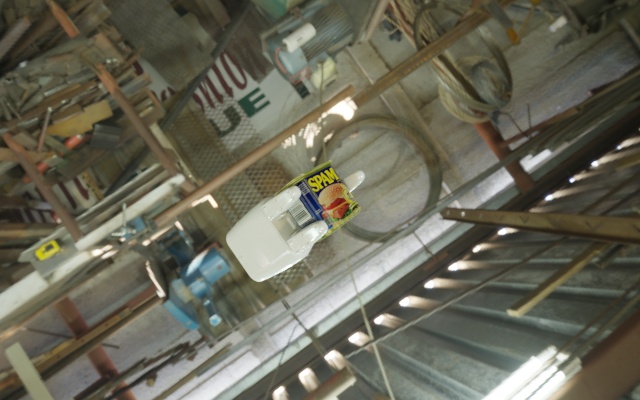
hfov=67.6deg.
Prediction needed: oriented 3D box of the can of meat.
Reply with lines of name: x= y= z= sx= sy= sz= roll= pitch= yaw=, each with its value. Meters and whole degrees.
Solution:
can of meat: x=0.000 y=0.002 z=0.647 sx=0.057 sy=0.084 sz=0.102 roll=-36 pitch=-2 yaw=35
